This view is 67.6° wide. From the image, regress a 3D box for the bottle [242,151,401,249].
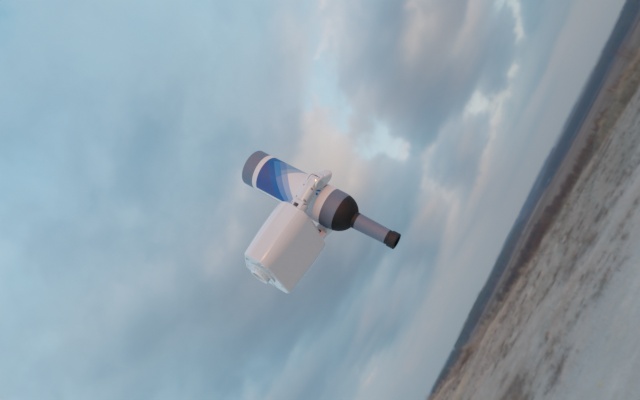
[{"bbox_3d":[0.000,0.002,0.812,0.295,0.069,0.069,27,11,22],"label":"bottle"}]
